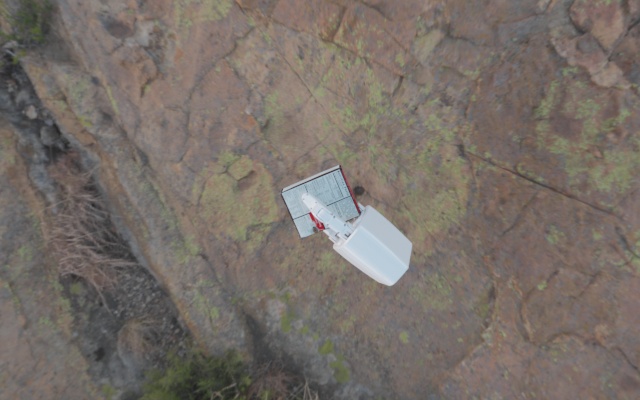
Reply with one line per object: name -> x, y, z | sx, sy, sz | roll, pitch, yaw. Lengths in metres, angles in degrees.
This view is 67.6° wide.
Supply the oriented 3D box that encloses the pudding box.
pudding box -> 0.000, 0.003, 0.801 | 0.113, 0.090, 0.039 | -22, 8, 6
